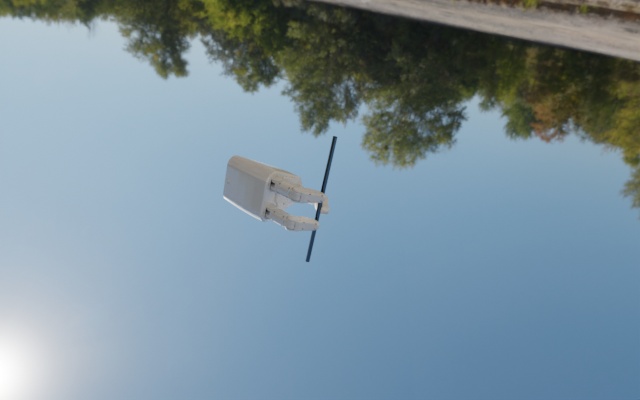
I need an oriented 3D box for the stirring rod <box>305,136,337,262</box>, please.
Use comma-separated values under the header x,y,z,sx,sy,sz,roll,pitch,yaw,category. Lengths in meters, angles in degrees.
x,y,z,sx,sy,sz,roll,pitch,yaw,category
0.000,0.003,0.844,0.011,0.240,0.011,11,21,-4,stirring rod
